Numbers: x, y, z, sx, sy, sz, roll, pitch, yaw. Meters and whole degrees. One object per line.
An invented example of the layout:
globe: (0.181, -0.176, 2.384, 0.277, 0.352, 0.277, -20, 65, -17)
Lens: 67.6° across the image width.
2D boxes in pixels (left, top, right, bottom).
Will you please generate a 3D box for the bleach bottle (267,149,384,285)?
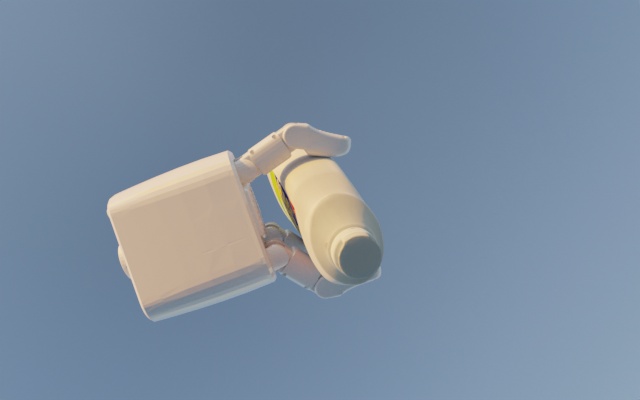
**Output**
bleach bottle: (0.000, 0.001, 0.414, 0.068, 0.102, 0.250, -22, 15, -5)
